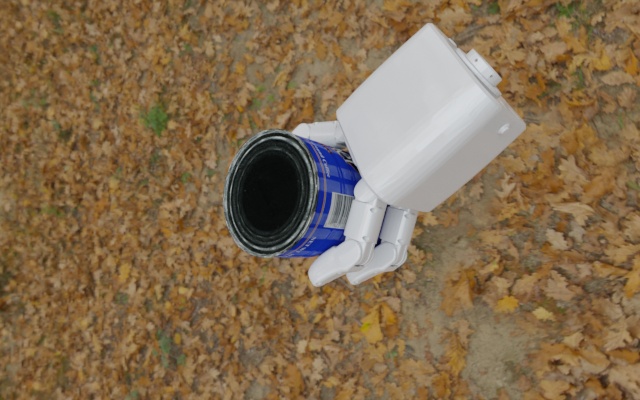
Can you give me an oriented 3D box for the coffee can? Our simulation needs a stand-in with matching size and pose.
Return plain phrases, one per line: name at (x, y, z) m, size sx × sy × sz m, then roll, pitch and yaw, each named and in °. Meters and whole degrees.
coffee can at (0.000, 0.001, 0.428) m, size 0.103 × 0.103 × 0.140 m, roll 0°, pitch -6°, yaw 38°
